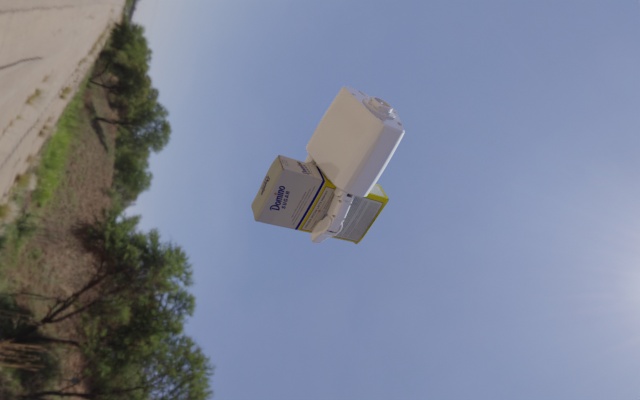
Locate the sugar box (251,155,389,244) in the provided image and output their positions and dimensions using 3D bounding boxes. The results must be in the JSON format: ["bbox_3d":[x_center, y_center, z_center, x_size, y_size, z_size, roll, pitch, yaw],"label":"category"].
[{"bbox_3d":[0.000,0.002,0.685,0.176,0.093,0.048,17,29,-27],"label":"sugar box"}]
